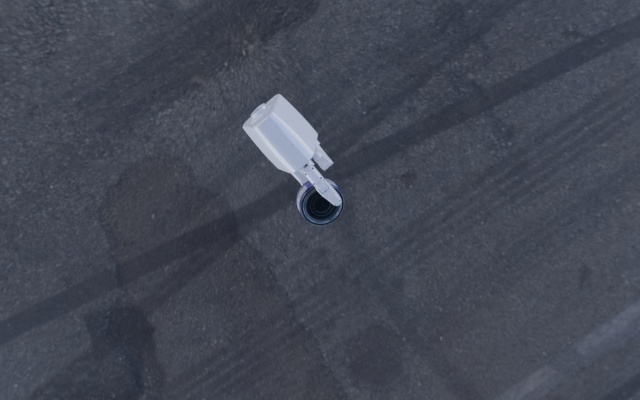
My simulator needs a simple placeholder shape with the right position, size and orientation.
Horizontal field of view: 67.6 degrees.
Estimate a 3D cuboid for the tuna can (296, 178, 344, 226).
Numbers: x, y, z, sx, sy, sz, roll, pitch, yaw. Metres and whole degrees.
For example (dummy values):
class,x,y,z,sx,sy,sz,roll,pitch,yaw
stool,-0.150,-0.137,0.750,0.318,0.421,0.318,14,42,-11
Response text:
class,x,y,z,sx,sy,sz,roll,pitch,yaw
tuna can,0.000,0.003,0.883,0.086,0.086,0.033,0,22,-14
